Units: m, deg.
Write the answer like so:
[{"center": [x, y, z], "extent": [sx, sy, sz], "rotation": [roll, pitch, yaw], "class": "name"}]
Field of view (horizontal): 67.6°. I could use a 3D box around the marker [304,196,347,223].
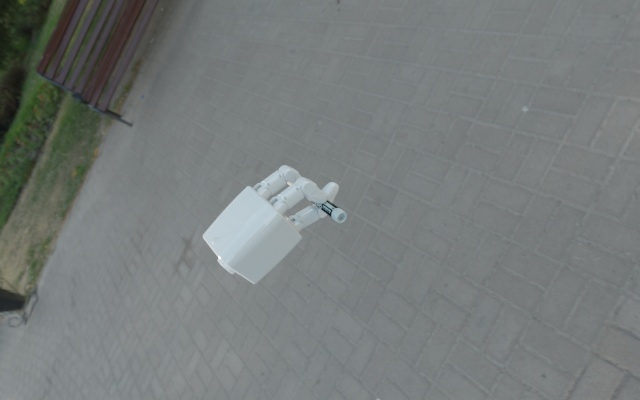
[{"center": [0.000, 0.002, 0.751], "extent": [0.020, 0.020, 0.121], "rotation": [0, 22, -35], "class": "marker"}]
